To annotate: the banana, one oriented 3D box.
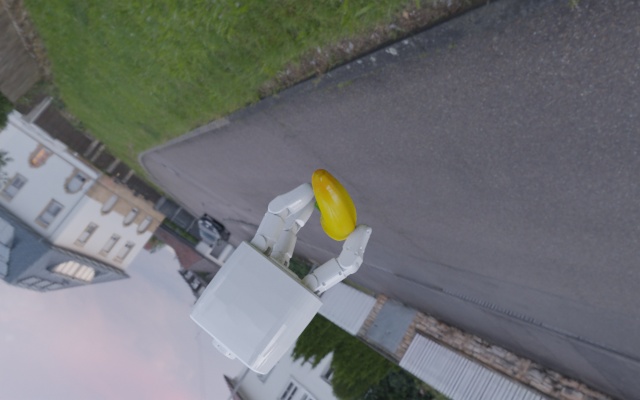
[{"bbox_3d":[0.014,0.015,0.565,0.069,0.037,0.198,41,-9,6],"label":"banana"}]
